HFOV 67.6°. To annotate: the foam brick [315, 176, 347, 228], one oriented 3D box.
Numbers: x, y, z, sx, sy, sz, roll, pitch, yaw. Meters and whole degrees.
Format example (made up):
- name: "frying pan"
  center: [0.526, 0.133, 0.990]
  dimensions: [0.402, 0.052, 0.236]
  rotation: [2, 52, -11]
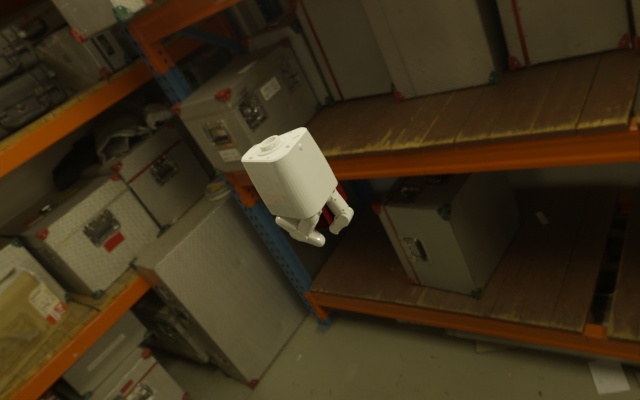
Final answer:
- name: "foam brick"
  center: [0.000, 0.003, 0.794]
  dimensions: [0.053, 0.051, 0.078]
  rotation: [-9, 32, 36]
